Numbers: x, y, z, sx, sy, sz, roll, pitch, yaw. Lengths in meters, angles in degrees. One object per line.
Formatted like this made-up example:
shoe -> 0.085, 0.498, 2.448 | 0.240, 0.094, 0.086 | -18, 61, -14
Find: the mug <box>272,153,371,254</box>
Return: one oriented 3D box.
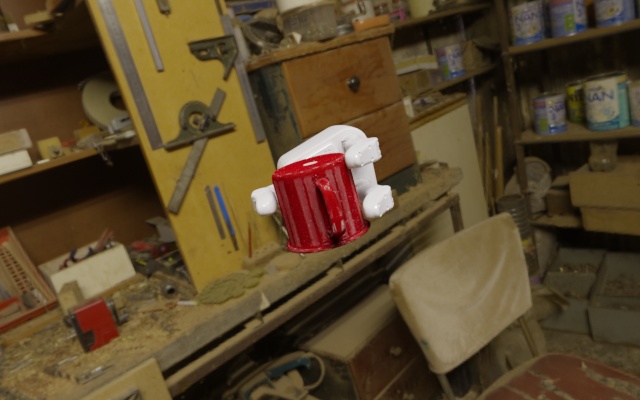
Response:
mug -> 0.000, 0.002, 0.485 | 0.093, 0.081, 0.117 | -17, 14, -7
